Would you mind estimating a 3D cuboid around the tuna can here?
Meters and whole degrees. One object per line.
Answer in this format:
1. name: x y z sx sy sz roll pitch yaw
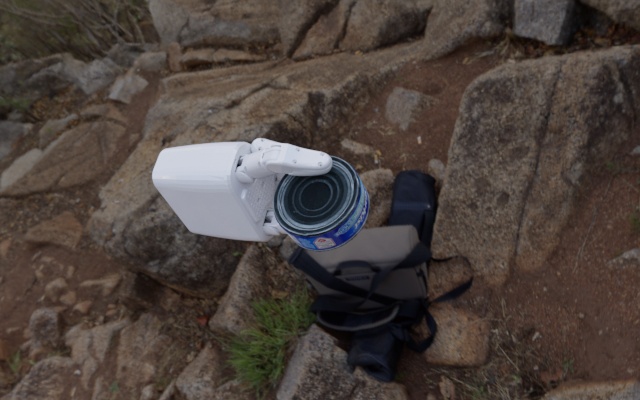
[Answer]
1. tuna can: 0.000 0.001 0.440 0.086 0.086 0.034 0 -28 22
